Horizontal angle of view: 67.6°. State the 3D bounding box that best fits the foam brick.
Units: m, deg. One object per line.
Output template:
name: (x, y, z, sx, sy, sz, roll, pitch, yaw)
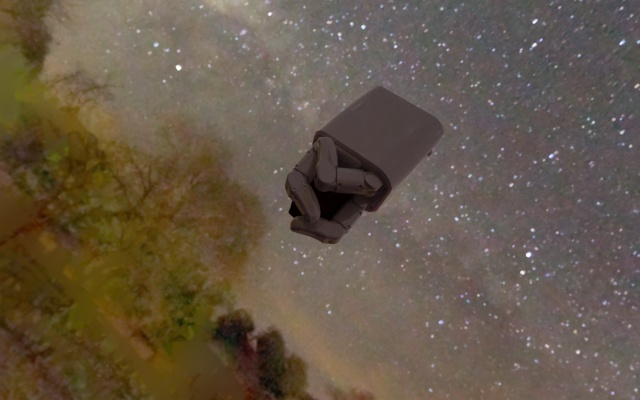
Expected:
foam brick: (0.000, 0.002, 0.577, 0.051, 0.053, 0.078, -43, -9, -23)
